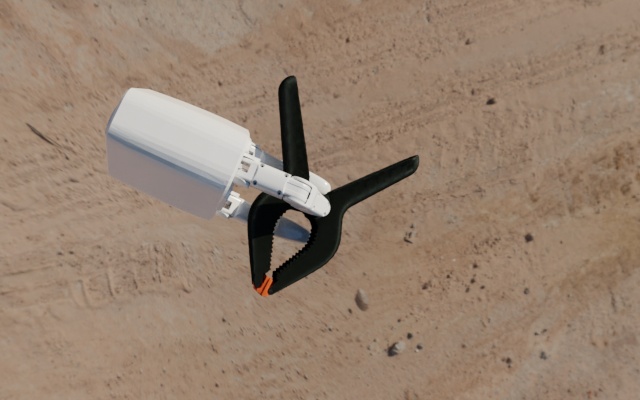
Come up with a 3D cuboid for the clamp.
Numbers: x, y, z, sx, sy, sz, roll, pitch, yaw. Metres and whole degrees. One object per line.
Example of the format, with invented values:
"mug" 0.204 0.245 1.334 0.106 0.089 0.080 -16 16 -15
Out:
"clamp" 0.000 0.002 0.473 0.164 0.210 0.036 24 -9 -11
